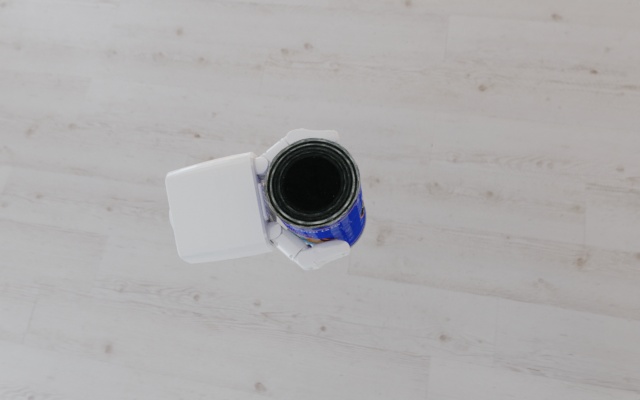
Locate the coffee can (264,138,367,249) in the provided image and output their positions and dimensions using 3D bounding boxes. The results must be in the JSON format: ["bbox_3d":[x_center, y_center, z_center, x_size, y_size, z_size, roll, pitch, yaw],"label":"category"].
[{"bbox_3d":[0.000,0.002,0.565,0.103,0.102,0.140,0,-18,8],"label":"coffee can"}]
